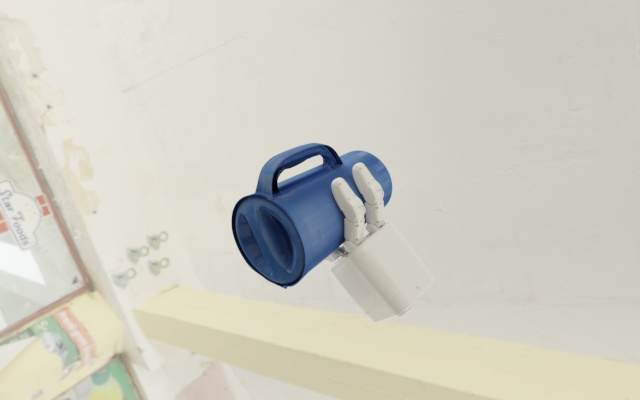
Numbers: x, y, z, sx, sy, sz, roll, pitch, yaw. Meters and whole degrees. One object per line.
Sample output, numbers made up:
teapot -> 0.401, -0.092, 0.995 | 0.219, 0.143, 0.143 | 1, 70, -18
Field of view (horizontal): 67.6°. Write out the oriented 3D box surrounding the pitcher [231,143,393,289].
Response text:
pitcher -> 0.000, 0.002, 0.691 | 0.242, 0.145, 0.149 | -32, -9, -44
